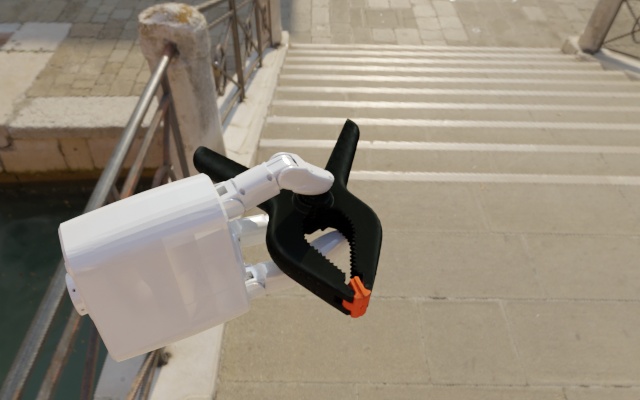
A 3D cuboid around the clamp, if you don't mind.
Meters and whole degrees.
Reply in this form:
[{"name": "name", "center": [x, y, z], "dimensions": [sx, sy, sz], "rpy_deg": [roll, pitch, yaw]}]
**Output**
[{"name": "clamp", "center": [0.000, 0.001, 0.409], "dimensions": [0.164, 0.036, 0.210], "rpy_deg": [-20, 50, -21]}]
